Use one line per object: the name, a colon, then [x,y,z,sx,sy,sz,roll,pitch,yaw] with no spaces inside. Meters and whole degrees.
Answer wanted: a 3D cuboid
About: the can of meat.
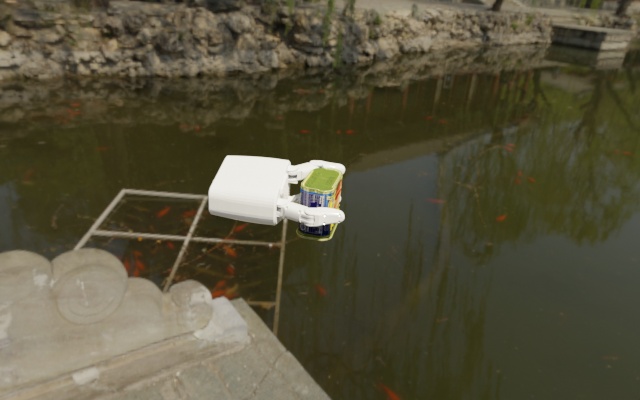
can of meat: [0.000,0.002,0.759,0.057,0.084,0.102,9,25,10]
